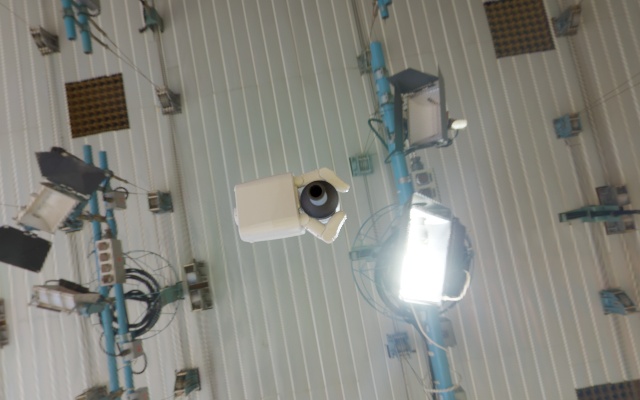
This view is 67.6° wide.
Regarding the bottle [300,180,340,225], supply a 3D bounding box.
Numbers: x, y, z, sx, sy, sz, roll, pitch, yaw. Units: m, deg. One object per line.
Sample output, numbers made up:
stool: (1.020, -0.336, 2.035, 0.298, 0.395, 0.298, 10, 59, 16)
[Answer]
bottle: (0.000, 0.003, 0.846, 0.069, 0.069, 0.296, 0, -7, 3)
